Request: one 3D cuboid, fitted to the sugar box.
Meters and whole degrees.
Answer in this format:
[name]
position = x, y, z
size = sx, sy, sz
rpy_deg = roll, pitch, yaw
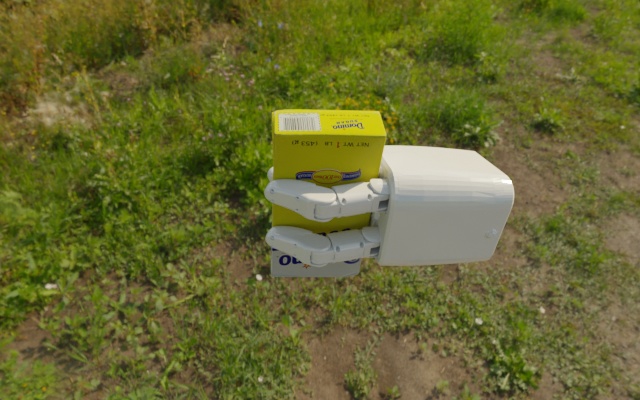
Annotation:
[sugar box]
position = 0.000, 0.002, 0.445
size = 0.093, 0.176, 0.048
rpy_deg = 0, 39, -5
